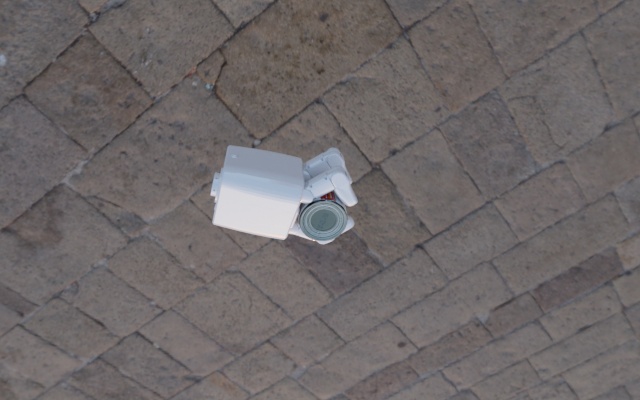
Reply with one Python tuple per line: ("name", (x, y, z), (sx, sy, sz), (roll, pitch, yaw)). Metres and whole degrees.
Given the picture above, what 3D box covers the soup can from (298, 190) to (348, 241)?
("soup can", (0.001, 0.003, 0.683), (0.068, 0.068, 0.102), (0, 31, -5))
